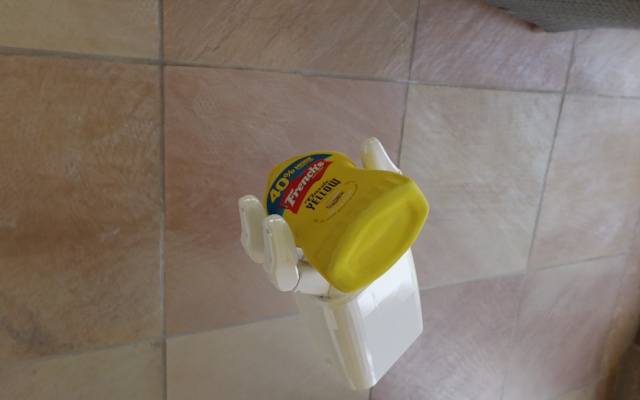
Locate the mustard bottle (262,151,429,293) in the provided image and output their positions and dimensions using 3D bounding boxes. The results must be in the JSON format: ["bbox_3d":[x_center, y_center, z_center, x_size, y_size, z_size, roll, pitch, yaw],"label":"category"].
[{"bbox_3d":[0.000,0.001,0.419,0.058,0.096,0.191,48,-10,-31],"label":"mustard bottle"}]
